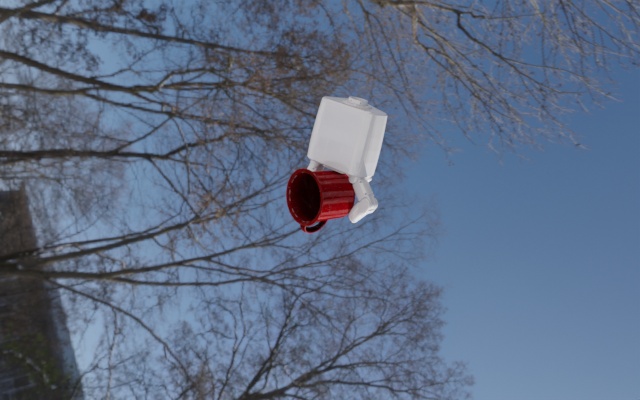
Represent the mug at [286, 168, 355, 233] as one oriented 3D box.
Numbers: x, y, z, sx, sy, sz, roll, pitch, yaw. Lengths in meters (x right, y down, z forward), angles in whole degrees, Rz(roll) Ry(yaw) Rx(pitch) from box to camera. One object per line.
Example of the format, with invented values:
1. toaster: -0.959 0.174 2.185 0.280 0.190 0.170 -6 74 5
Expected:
1. mug: 0.000 0.004 0.797 0.081 0.117 0.093 -6 30 -41
